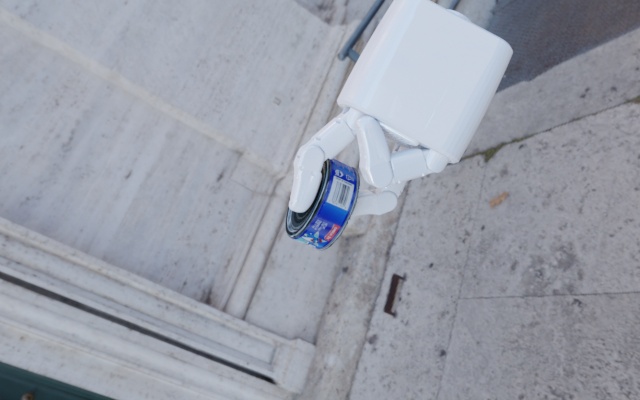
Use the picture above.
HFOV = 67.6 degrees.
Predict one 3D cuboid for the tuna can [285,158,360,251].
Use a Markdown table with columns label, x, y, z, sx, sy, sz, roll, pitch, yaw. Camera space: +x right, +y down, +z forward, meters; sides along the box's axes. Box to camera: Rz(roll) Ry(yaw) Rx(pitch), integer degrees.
| label | x | y | z | sx | sy | sz | roll | pitch | yaw |
| --- | --- | --- | --- | --- | --- | --- | --- | --- | --- |
| tuna can | 0.000 | 0.001 | 0.451 | 0.034 | 0.086 | 0.086 | 23 | -8 | -20 |
